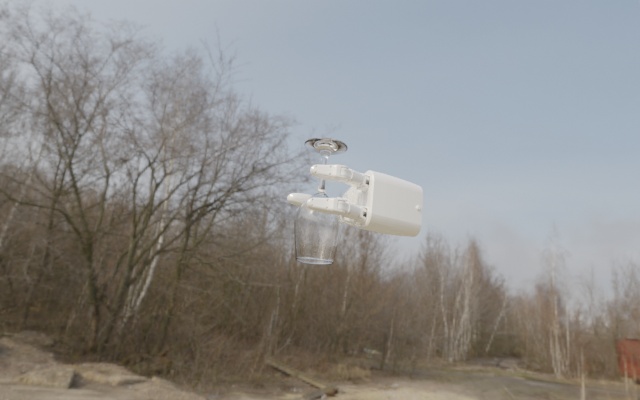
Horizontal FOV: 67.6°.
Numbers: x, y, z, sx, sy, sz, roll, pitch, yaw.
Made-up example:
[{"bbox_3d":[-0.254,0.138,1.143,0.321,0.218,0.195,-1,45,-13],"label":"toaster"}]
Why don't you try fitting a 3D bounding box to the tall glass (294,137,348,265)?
[{"bbox_3d":[0.000,0.002,0.790,0.079,0.201,0.079,6,-15,2],"label":"tall glass"}]
